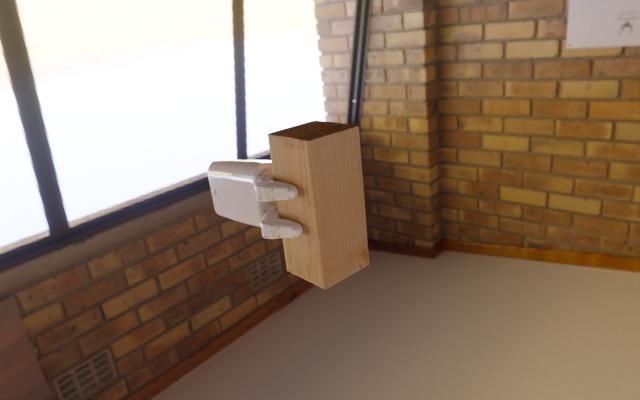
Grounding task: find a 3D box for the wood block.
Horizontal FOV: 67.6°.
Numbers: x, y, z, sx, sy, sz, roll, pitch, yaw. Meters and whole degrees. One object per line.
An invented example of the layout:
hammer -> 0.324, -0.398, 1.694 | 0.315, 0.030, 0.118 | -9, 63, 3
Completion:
wood block -> 0.000, 0.002, 0.663 | 0.091, 0.206, 0.090 | -23, 27, -37
